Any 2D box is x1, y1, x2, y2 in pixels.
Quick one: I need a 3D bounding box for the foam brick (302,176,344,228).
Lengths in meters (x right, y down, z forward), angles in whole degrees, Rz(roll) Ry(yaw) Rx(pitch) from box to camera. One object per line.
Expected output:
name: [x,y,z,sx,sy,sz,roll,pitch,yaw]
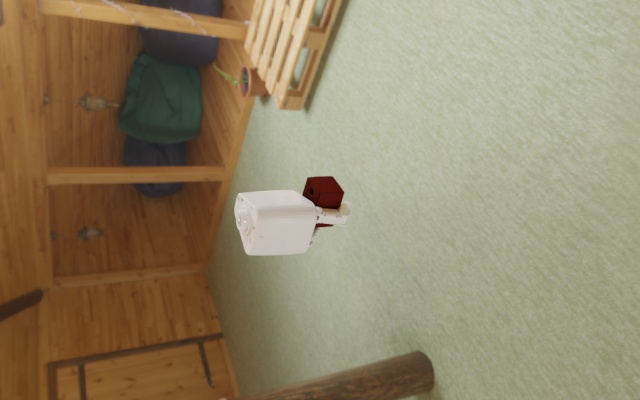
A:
foam brick: [0.000,0.002,0.841,0.051,0.078,0.053,-1,34,-29]
